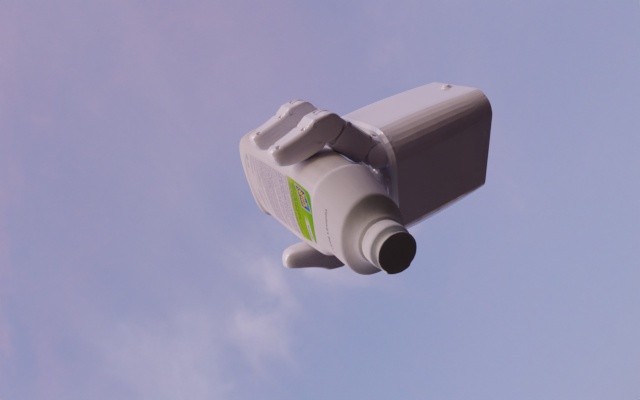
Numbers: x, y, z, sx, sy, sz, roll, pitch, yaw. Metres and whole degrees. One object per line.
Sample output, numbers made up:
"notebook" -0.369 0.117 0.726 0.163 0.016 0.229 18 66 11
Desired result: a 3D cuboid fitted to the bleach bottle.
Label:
"bleach bottle" 0.000 0.001 0.405 0.068 0.103 0.250 -25 27 -15
